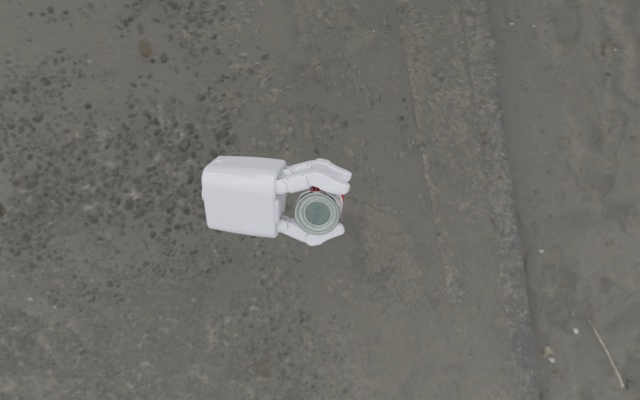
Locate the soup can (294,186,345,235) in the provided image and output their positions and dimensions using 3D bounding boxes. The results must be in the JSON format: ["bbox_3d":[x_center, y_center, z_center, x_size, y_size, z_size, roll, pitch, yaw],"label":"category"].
[{"bbox_3d":[0.001,0.003,0.715,0.068,0.068,0.102,0,19,7],"label":"soup can"}]
